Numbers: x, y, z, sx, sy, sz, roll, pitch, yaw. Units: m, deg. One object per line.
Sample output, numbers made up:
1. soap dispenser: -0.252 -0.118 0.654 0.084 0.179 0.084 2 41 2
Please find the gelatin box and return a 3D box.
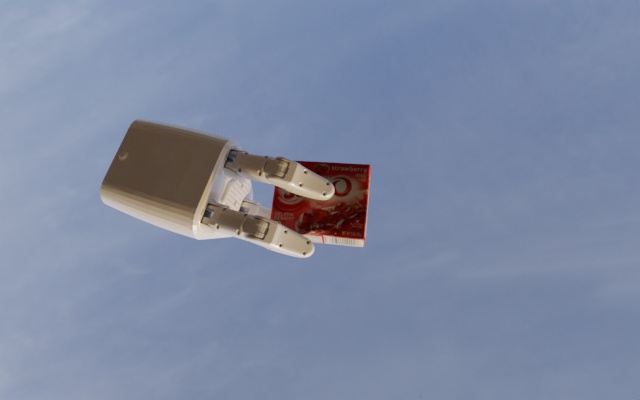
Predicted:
1. gelatin box: 0.000 0.002 0.446 0.089 0.073 0.030 5 -19 6
